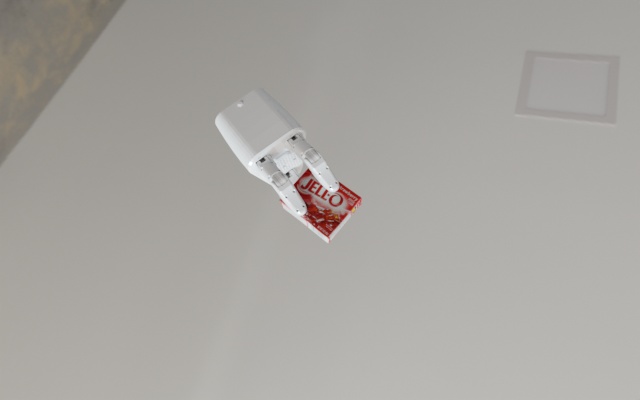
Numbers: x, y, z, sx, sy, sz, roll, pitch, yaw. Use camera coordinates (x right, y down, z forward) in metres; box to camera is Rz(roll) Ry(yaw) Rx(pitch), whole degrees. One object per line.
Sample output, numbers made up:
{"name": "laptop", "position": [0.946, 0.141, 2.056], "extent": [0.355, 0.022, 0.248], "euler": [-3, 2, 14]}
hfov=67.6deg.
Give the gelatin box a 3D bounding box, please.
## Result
{"name": "gelatin box", "position": [0.000, 0.003, 0.657], "extent": [0.089, 0.073, 0.030], "euler": [37, -14, 17]}
